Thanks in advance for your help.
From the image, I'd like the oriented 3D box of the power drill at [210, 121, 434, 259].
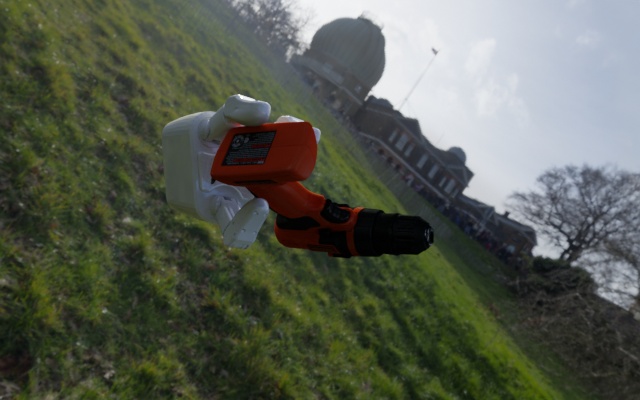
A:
[{"bbox_3d":[0.000,0.001,0.464,0.184,0.057,0.188,-1,-31,31],"label":"power drill"}]
